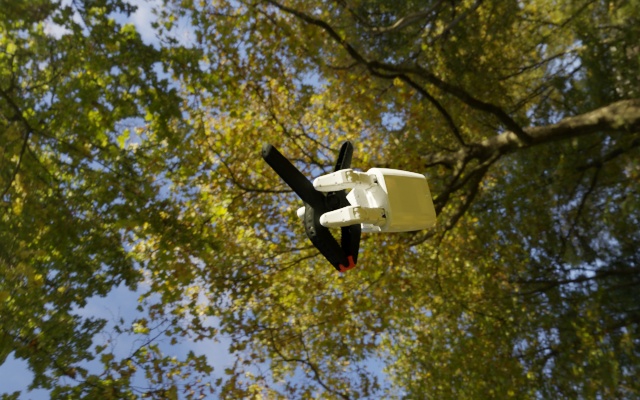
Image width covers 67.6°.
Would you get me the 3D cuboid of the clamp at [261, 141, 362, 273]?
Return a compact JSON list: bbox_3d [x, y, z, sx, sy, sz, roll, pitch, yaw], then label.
[{"bbox_3d":[0.000,0.003,0.703,0.164,0.210,0.036,0,-21,-33],"label":"clamp"}]
